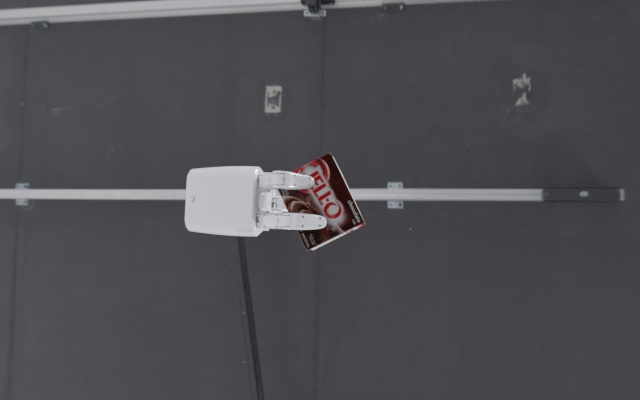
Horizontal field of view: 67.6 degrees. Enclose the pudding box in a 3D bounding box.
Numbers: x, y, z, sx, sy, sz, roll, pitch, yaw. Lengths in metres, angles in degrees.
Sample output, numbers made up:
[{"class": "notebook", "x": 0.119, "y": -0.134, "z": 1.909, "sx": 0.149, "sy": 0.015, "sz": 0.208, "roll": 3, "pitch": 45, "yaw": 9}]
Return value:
[{"class": "pudding box", "x": 0.000, "y": 0.002, "z": 0.674, "sx": 0.090, "sy": 0.113, "sz": 0.039, "roll": -27, "pitch": -7, "yaw": 8}]
